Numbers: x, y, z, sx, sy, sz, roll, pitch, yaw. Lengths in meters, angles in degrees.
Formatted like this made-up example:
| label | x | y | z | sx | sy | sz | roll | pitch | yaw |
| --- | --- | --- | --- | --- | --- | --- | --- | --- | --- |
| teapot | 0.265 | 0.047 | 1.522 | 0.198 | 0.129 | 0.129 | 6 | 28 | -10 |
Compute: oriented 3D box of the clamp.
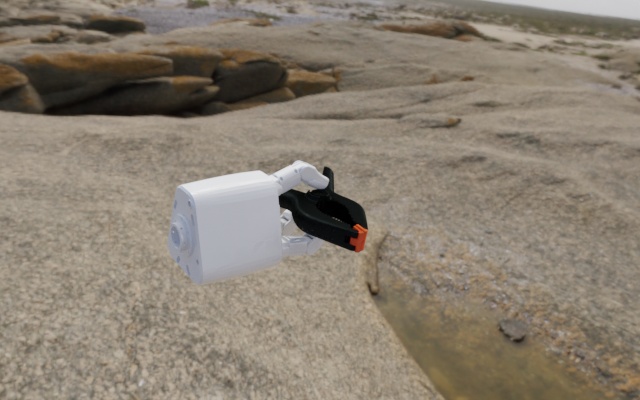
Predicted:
| label | x | y | z | sx | sy | sz | roll | pitch | yaw |
| --- | --- | --- | --- | --- | --- | --- | --- | --- | --- |
| clamp | 0.000 | 0.002 | 0.632 | 0.164 | 0.036 | 0.210 | -13 | 32 | -38 |
